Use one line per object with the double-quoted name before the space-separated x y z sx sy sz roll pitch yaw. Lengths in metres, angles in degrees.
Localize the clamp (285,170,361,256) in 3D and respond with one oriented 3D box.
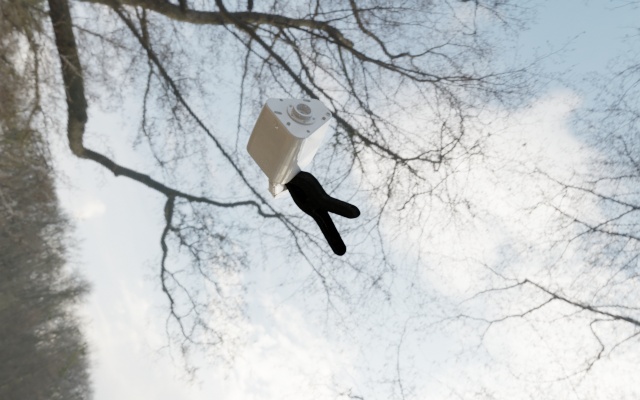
"clamp" 0.000 0.002 0.791 0.039 0.171 0.120 -30 -19 -38
